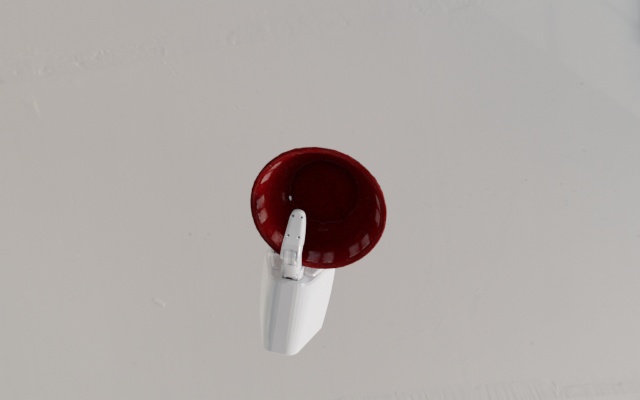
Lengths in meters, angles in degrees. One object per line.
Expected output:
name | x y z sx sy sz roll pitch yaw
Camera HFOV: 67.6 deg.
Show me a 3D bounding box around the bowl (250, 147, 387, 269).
bowl | 0.001 0.001 0.577 0.162 0.162 0.055 0 27 11
